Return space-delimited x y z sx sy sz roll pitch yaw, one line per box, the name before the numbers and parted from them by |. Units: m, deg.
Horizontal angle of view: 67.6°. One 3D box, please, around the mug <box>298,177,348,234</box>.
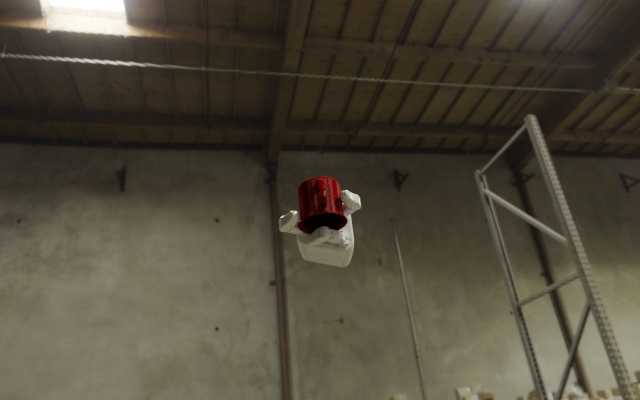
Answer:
mug | 0.000 0.002 0.889 0.093 0.081 0.117 -6 -28 -2
